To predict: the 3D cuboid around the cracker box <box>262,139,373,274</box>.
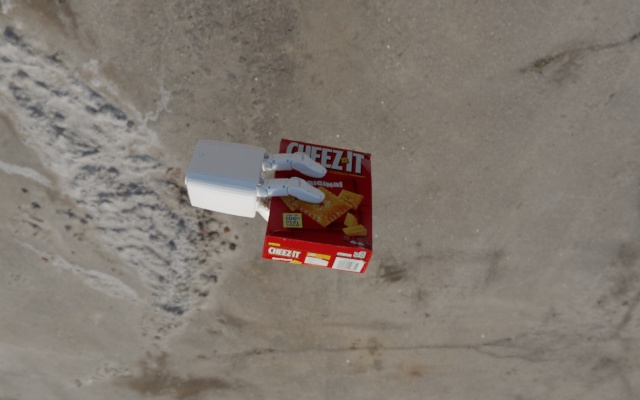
[{"bbox_3d":[0.000,0.003,0.782,0.164,0.213,0.072,9,-40,-6],"label":"cracker box"}]
